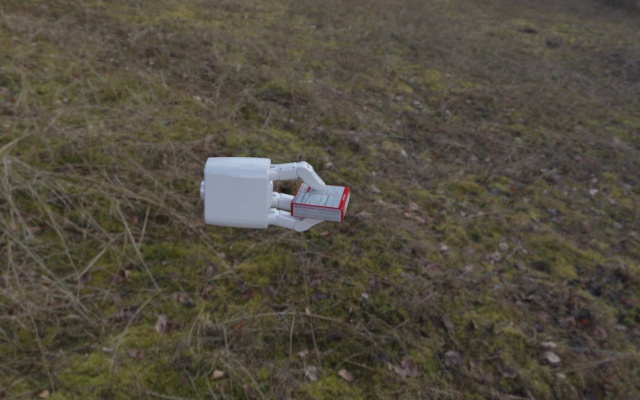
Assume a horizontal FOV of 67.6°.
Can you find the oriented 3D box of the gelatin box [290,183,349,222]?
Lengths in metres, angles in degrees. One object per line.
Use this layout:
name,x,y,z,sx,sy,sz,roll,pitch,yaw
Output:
gelatin box,0.000,0.002,0.808,0.089,0.030,0.073,6,31,10
